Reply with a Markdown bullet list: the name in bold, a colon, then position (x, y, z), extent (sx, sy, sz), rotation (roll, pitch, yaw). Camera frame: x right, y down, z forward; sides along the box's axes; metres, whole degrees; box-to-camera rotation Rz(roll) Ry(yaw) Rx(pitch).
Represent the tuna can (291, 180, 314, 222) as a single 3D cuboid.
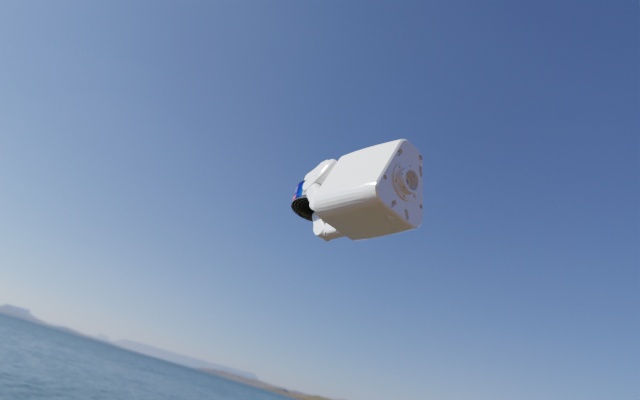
- **tuna can**: position (0.000, 0.002, 0.733), extent (0.086, 0.033, 0.086), rotation (10, -27, 5)
